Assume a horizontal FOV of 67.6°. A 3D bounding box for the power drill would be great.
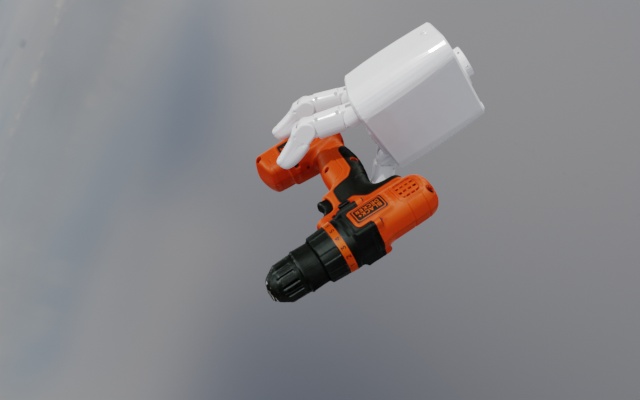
[{"bbox_3d":[0.000,0.001,0.501,0.184,0.057,0.187,-31,45,-8],"label":"power drill"}]
